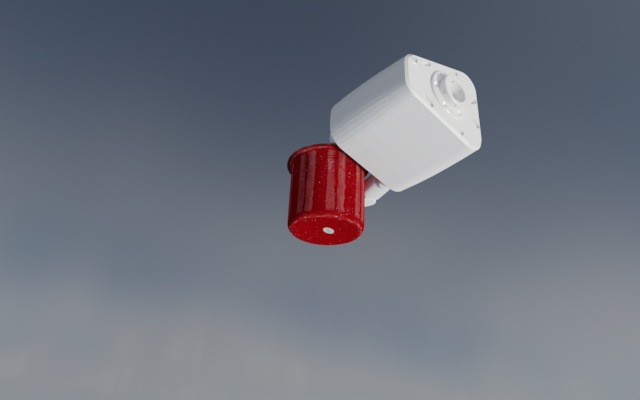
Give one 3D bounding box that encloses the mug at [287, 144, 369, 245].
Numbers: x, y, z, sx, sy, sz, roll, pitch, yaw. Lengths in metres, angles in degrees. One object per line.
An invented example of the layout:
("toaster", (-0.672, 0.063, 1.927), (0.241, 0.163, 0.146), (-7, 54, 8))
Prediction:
("mug", (-0.001, 0.002, 0.529), (0.093, 0.081, 0.117), (20, -32, -30))
